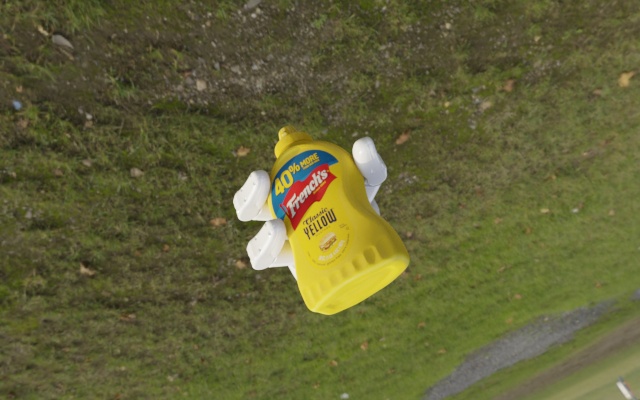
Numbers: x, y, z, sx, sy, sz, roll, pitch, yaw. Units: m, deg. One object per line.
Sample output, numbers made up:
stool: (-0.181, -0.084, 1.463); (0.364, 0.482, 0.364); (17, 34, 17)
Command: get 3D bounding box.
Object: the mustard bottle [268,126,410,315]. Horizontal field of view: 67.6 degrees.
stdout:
mustard bottle: (0.000, 0.002, 0.450); (0.096, 0.191, 0.058); (-37, -34, 18)
